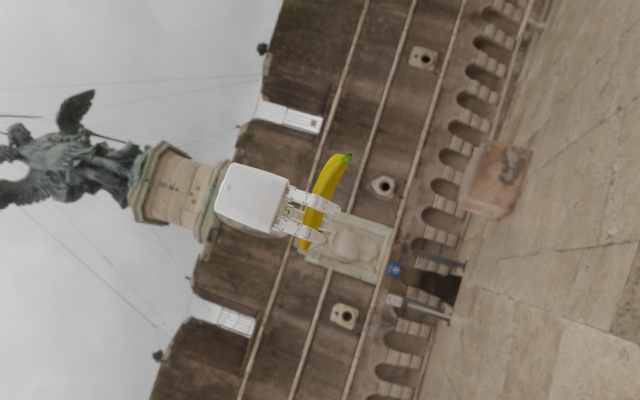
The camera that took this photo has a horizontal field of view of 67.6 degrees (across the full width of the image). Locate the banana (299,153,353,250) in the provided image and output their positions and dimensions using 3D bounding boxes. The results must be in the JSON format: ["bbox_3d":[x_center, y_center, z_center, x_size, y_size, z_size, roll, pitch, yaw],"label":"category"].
[{"bbox_3d":[0.002,-0.006,0.860,0.037,0.198,0.069,22,18,-4],"label":"banana"}]
